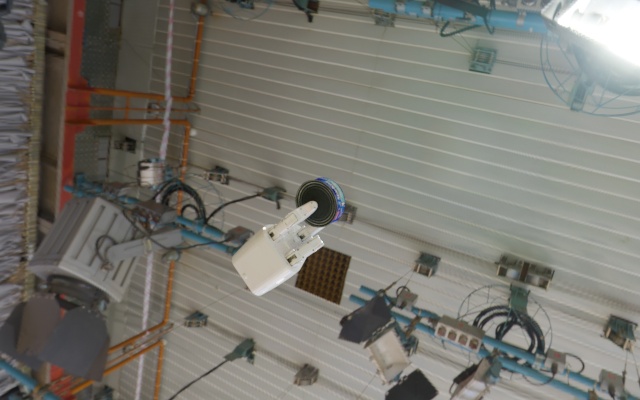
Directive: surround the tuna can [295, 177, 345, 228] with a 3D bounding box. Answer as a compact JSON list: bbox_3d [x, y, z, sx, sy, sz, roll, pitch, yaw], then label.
[{"bbox_3d":[0.000,0.003,0.843,0.086,0.086,0.033,0,12,32],"label":"tuna can"}]
